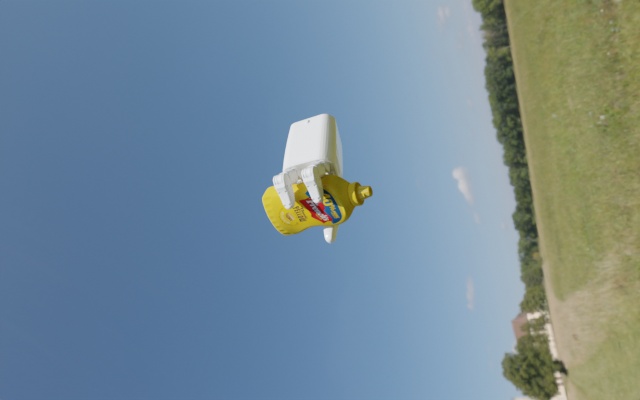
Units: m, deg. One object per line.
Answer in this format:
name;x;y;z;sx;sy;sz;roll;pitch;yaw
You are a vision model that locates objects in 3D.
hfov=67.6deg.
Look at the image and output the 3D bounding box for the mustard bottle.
mustard bottle;0.000;0.003;0.833;0.191;0.096;0.058;-13;30;26
